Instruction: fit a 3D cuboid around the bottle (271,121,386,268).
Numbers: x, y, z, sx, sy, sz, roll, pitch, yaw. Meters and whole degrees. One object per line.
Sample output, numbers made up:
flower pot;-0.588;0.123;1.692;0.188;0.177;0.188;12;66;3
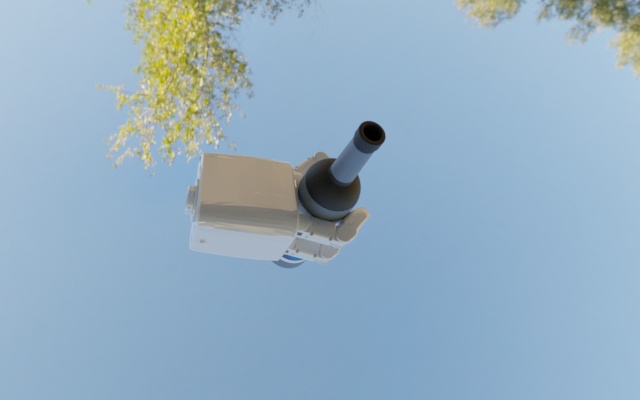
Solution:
bottle;0.000;0.002;0.564;0.069;0.069;0.296;0;-26;-21
